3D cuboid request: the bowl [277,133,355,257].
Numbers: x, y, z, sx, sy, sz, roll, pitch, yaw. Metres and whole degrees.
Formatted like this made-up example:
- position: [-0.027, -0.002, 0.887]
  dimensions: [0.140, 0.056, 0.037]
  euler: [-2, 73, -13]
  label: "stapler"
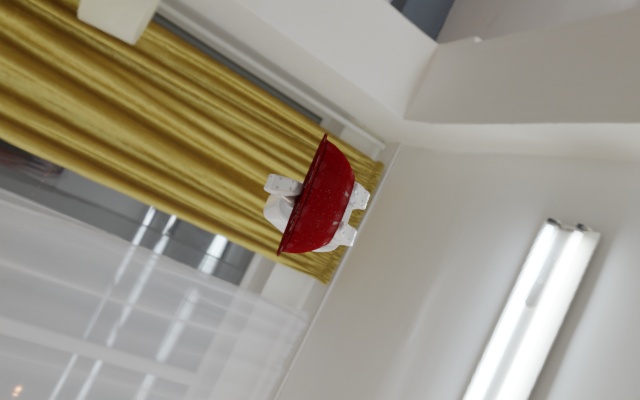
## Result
- position: [0.001, 0.002, 0.585]
  dimensions: [0.055, 0.162, 0.162]
  euler: [22, -2, -4]
  label: "bowl"
